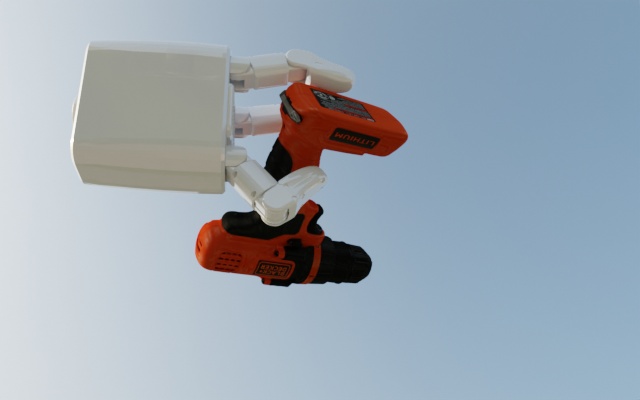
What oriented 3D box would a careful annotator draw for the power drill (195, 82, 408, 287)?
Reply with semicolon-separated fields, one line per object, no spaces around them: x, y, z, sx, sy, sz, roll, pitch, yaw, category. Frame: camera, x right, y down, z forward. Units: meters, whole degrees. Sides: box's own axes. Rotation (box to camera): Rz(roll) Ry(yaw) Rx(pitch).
0.000;0.001;0.430;0.184;0.188;0.057;10;31;-30;power drill
